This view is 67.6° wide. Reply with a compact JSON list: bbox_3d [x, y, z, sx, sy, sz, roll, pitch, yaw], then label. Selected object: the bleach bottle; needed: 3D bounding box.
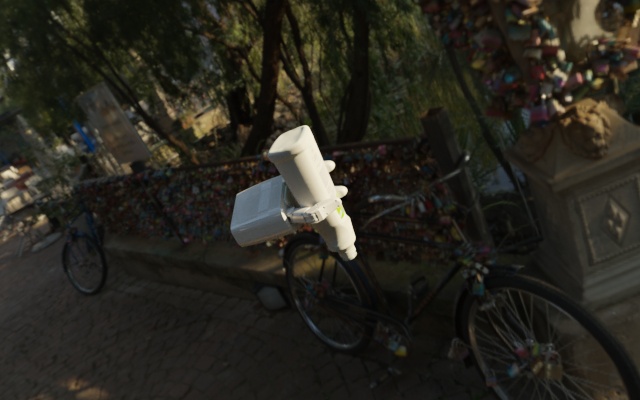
[{"bbox_3d":[0.000,0.003,0.820,0.068,0.251,0.102,-19,24,18],"label":"bleach bottle"}]
